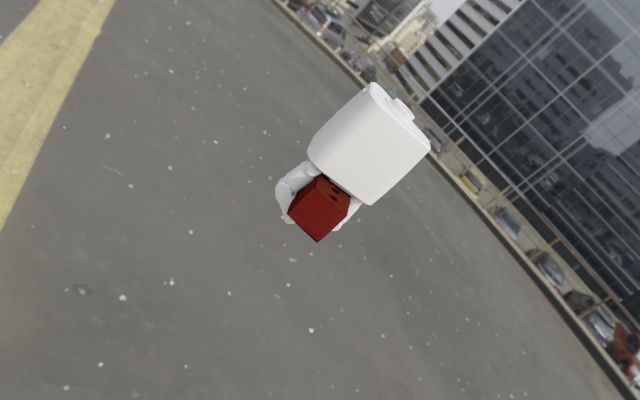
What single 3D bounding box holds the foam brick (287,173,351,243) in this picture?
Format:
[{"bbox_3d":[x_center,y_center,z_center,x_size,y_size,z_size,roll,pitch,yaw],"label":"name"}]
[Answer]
[{"bbox_3d":[0.000,0.002,0.580,0.051,0.053,0.078,-42,13,22],"label":"foam brick"}]
